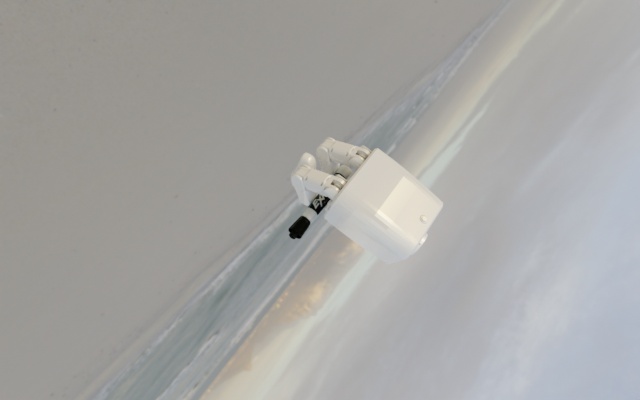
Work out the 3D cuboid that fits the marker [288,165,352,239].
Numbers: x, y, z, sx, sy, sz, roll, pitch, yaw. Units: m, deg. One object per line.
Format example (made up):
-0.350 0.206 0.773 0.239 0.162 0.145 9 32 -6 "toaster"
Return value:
0.000 0.002 0.593 0.020 0.020 0.121 0 43 50 "marker"
